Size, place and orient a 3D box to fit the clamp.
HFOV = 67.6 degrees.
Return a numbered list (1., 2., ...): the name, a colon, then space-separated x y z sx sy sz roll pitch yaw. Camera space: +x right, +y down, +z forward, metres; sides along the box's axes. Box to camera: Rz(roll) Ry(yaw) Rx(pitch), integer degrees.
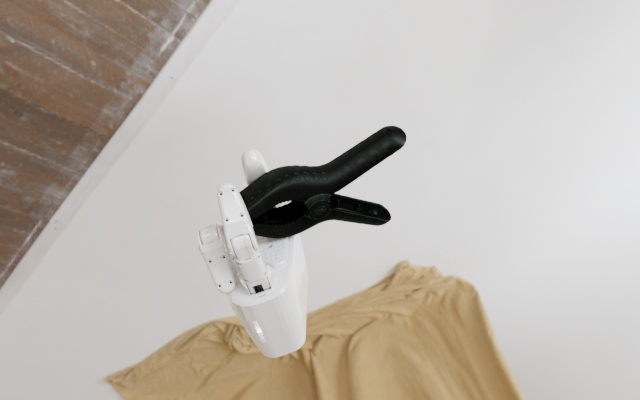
1. clamp: 0.000 0.002 0.445 0.171 0.120 0.039 -18 44 -6
